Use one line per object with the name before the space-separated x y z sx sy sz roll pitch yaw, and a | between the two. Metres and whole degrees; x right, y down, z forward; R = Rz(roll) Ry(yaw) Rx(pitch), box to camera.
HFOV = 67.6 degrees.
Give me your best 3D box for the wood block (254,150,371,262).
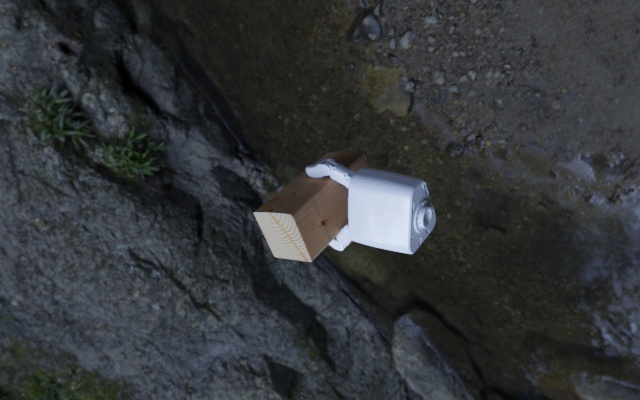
wood block | 0.000 0.002 0.806 0.090 0.091 0.206 2 33 42
